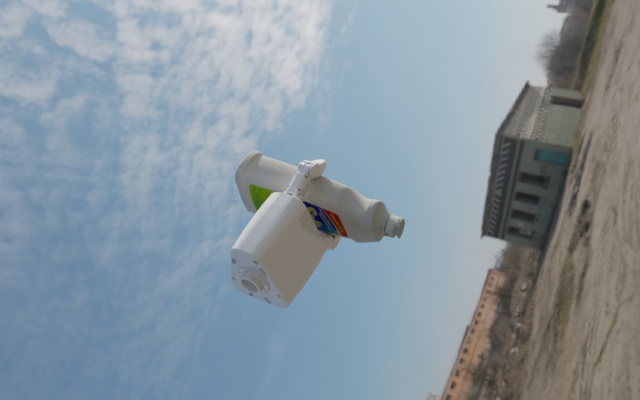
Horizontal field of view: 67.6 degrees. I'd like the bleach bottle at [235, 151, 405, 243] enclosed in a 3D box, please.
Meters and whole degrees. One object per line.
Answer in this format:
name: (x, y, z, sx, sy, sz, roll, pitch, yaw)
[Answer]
bleach bottle: (0.000, 0.002, 0.702, 0.251, 0.103, 0.068, 16, 51, 24)
